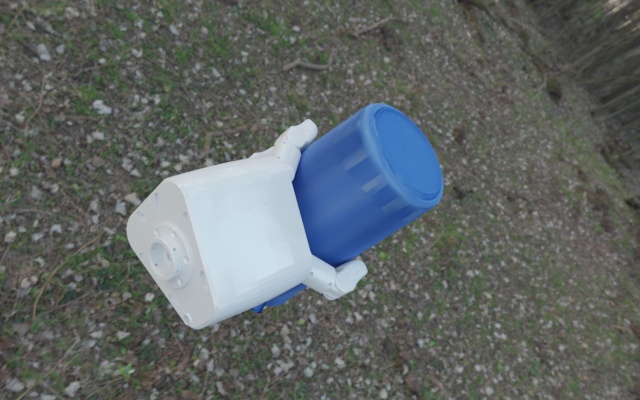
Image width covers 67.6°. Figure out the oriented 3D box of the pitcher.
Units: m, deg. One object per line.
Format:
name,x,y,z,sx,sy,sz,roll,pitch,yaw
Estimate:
pitcher,0.000,0.002,0.498,0.243,0.149,0.145,-34,-12,38
